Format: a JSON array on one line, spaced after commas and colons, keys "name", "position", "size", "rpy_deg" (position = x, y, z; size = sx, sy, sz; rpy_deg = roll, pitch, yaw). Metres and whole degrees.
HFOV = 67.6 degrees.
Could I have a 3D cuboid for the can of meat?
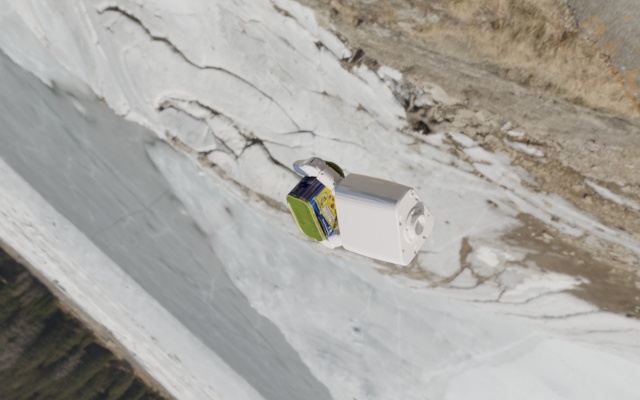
[{"name": "can of meat", "position": [0.000, 0.003, 0.743], "size": [0.057, 0.102, 0.084], "rpy_deg": [17, 53, 38]}]
